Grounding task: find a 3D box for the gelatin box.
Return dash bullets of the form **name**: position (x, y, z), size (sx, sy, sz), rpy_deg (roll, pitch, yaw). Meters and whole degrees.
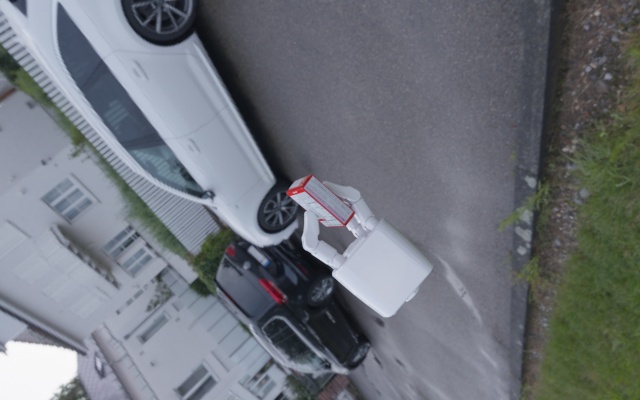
- **gelatin box**: position (0.000, 0.002, 0.713), size (0.089, 0.030, 0.073), rpy_deg (40, -17, -14)
